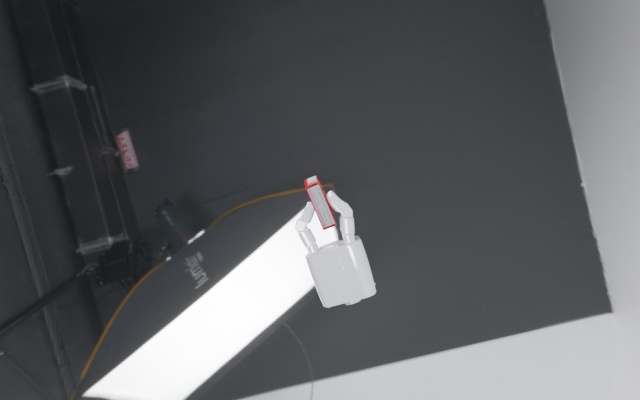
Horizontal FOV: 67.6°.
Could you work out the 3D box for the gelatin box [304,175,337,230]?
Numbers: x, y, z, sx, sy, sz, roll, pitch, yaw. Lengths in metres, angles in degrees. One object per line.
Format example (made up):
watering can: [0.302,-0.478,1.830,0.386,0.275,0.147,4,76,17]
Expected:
gelatin box: [0.000,0.003,0.899,0.030,0.089,0.073,-23,14,3]
